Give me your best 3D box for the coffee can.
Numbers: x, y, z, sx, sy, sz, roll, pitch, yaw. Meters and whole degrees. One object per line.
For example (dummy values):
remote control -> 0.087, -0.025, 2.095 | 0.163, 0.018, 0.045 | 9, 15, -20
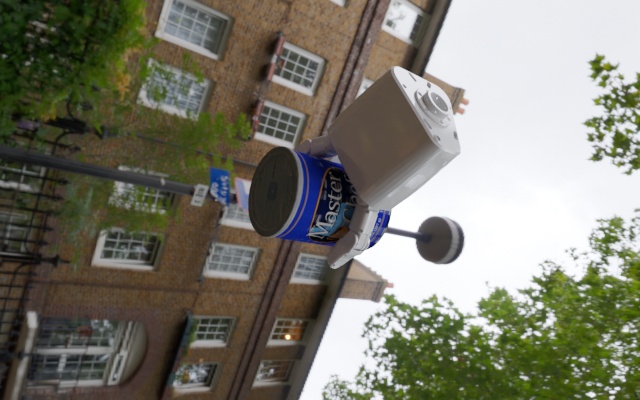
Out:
coffee can -> 0.000, 0.002, 0.569 | 0.140, 0.103, 0.103 | 13, -8, -37
